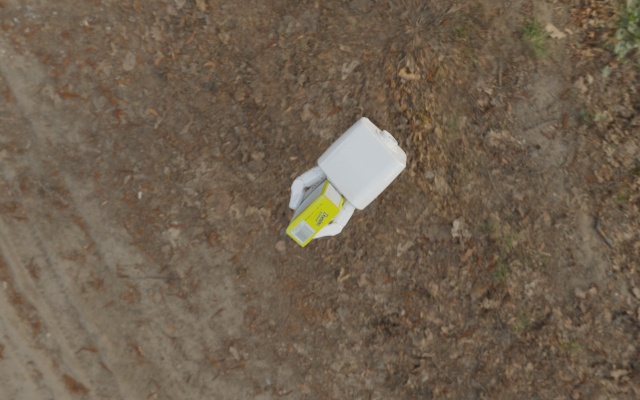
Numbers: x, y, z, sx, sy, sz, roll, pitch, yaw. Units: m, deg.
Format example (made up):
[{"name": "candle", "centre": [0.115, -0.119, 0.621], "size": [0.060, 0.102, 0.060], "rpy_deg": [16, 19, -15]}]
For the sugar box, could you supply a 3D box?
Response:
[{"name": "sugar box", "centre": [0.001, 0.003, 0.829], "size": [0.093, 0.048, 0.176], "rpy_deg": [-44, 6, 22]}]
